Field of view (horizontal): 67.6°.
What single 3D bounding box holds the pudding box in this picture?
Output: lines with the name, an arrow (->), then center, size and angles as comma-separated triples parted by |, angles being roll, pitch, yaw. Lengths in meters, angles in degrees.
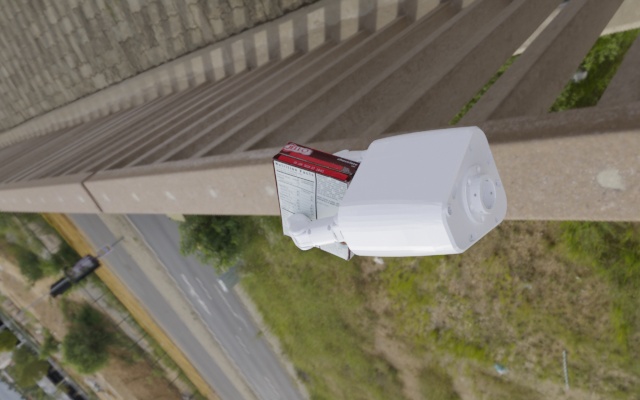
pudding box -> 0.000, 0.002, 0.502 | 0.090, 0.114, 0.039 | 20, 45, 25
